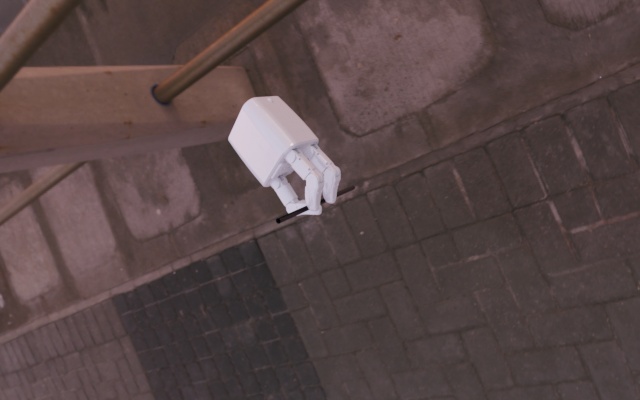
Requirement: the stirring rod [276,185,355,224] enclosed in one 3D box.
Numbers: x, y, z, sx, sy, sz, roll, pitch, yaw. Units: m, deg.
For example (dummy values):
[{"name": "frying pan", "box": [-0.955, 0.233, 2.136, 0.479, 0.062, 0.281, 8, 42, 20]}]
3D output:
[{"name": "stirring rod", "box": [0.000, 0.002, 0.769, 0.011, 0.011, 0.239, 0, 13, 30]}]
